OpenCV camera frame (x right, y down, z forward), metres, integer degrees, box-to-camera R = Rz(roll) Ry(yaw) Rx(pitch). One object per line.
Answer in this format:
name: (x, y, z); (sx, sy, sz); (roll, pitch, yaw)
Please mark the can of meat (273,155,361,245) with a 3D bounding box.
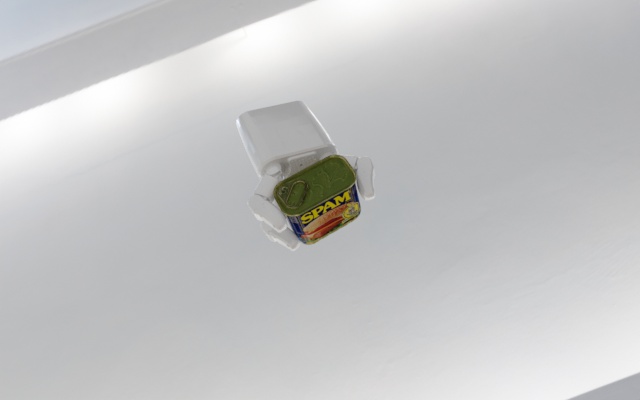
can of meat: (0.000, 0.002, 0.614); (0.102, 0.057, 0.084); (-29, -34, -6)
